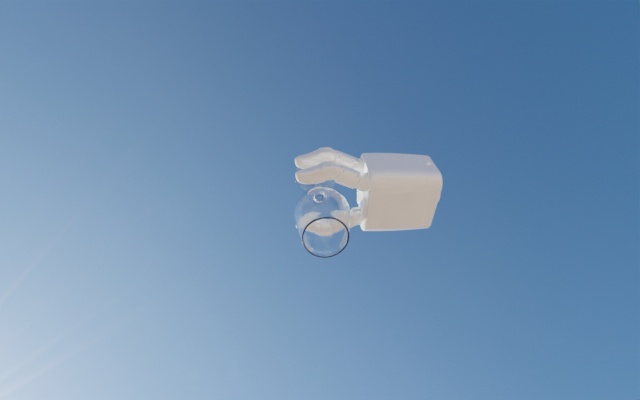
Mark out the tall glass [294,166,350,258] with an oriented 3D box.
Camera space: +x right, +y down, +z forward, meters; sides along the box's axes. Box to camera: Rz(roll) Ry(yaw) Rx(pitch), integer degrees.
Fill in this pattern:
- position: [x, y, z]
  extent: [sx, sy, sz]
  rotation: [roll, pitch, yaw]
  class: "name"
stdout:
- position: [0.000, 0.002, 0.701]
  extent: [0.079, 0.079, 0.201]
  rotation: [0, 28, -4]
  class: "tall glass"
